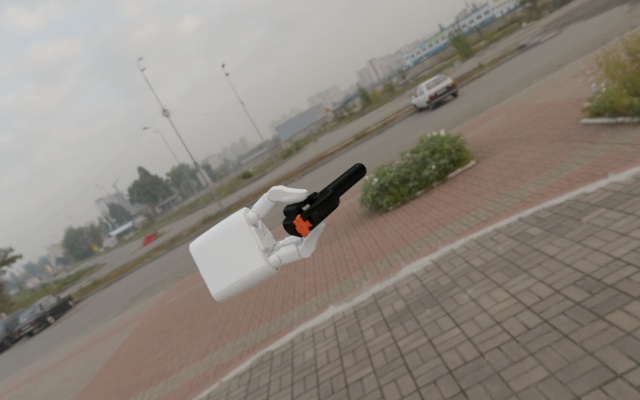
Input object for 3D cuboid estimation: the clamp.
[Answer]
[{"bbox_3d":[-0.001,0.002,0.731,0.164,0.036,0.210,-33,8,10],"label":"clamp"}]
